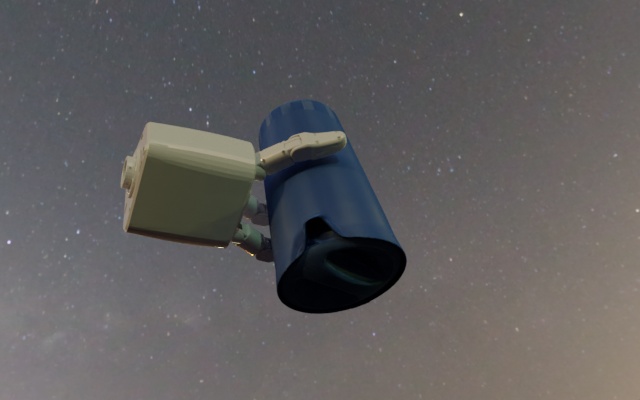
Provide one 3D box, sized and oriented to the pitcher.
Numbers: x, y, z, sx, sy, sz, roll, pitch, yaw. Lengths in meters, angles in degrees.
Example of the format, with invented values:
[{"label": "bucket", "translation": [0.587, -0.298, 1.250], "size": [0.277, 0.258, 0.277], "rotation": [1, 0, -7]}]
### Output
[{"label": "pitcher", "translation": [0.000, 0.002, 0.556], "size": [0.145, 0.242, 0.149], "rotation": [9, -47, -26]}]
